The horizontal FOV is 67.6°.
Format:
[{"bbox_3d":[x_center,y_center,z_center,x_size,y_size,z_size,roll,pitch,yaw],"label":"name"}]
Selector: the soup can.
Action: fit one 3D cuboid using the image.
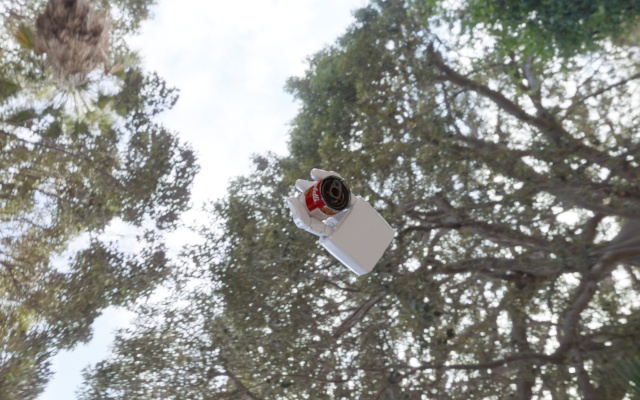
[{"bbox_3d":[0.000,0.003,0.880,0.068,0.068,0.102,0,-19,-36],"label":"soup can"}]
